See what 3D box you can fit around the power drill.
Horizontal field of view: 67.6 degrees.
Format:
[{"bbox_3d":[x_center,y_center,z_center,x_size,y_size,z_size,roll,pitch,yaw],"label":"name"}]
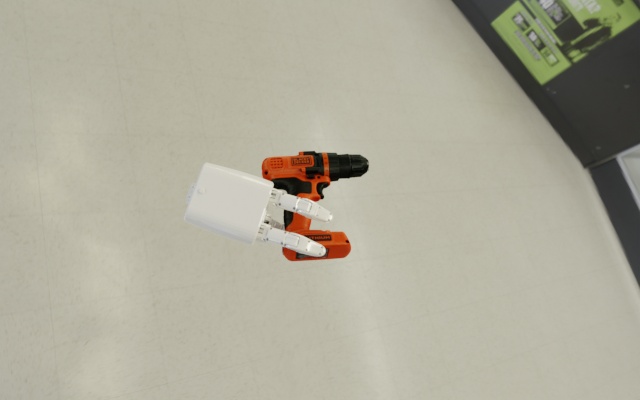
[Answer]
[{"bbox_3d":[0.000,0.003,0.780,0.184,0.187,0.057,-4,-32,-6],"label":"power drill"}]
